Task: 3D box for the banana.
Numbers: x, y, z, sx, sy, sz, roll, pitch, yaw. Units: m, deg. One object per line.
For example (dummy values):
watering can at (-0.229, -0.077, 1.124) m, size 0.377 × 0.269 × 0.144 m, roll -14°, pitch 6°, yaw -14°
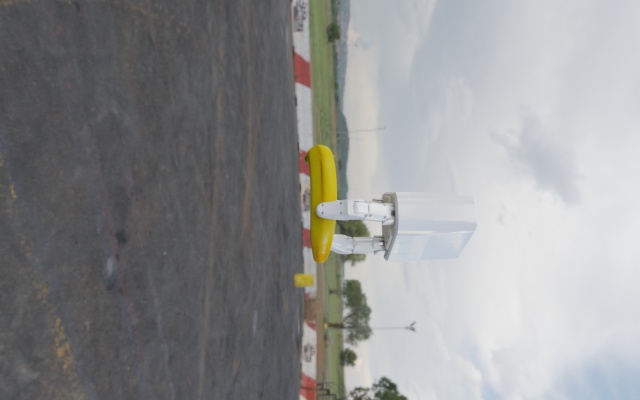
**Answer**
banana at (0.002, -0.013, 0.650) m, size 0.037 × 0.197 × 0.070 m, roll 2°, pitch -41°, yaw -7°
